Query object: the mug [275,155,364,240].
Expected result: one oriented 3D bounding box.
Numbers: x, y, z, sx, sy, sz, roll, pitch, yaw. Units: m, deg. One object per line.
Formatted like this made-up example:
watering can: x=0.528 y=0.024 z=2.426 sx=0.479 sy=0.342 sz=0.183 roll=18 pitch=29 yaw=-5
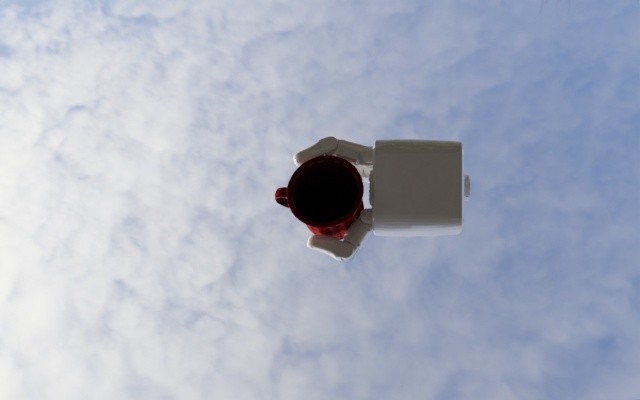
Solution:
mug: x=-0.001 y=0.002 z=0.603 sx=0.117 sy=0.093 sz=0.081 roll=2 pitch=-21 yaw=12
